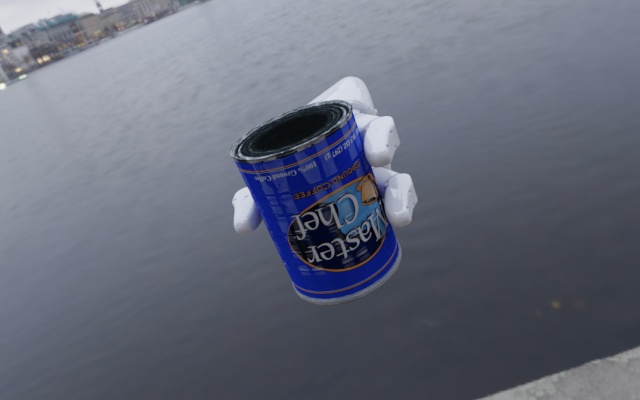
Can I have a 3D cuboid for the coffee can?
[{"bbox_3d":[0.000,0.002,0.403,0.103,0.140,0.102,-18,26,9],"label":"coffee can"}]
